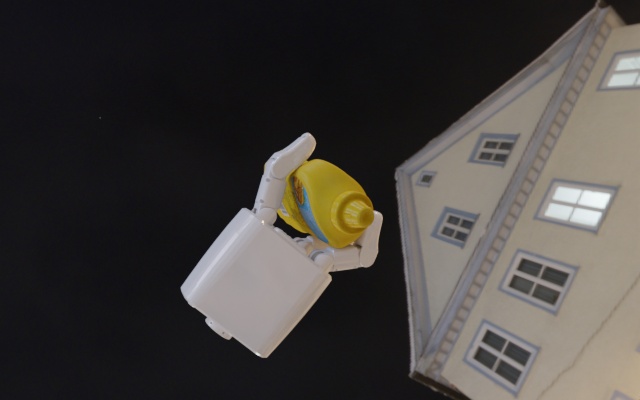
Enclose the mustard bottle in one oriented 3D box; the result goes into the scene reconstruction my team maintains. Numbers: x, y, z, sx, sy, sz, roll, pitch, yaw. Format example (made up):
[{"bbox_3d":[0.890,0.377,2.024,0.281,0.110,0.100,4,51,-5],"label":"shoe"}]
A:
[{"bbox_3d":[0.000,0.001,0.513,0.058,0.096,0.191,-28,19,-18],"label":"mustard bottle"}]
